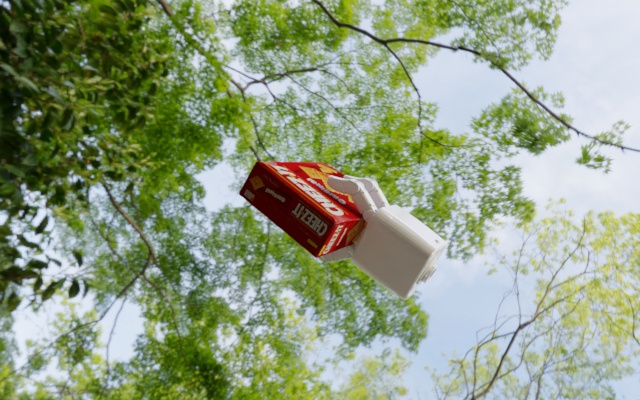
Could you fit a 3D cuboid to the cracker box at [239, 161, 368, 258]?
[{"bbox_3d":[0.000,0.003,0.781,0.164,0.072,0.213,37,20,22],"label":"cracker box"}]
